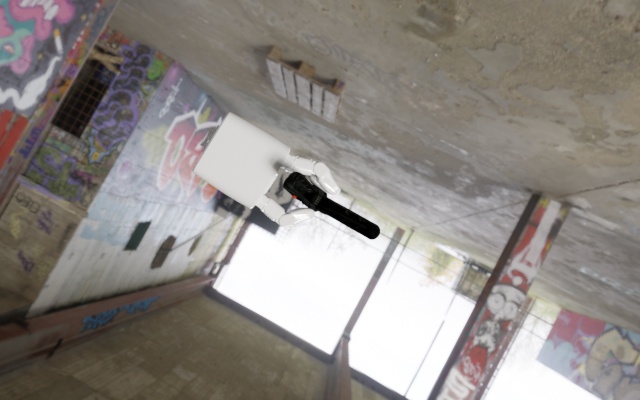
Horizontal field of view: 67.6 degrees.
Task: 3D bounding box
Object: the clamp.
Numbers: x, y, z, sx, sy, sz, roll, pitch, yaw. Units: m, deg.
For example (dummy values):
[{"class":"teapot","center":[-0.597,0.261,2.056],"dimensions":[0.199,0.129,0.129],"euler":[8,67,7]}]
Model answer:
[{"class":"clamp","center":[-0.001,0.003,0.762],"dimensions":[0.164,0.036,0.210],"euler":[34,-4,-15]}]
